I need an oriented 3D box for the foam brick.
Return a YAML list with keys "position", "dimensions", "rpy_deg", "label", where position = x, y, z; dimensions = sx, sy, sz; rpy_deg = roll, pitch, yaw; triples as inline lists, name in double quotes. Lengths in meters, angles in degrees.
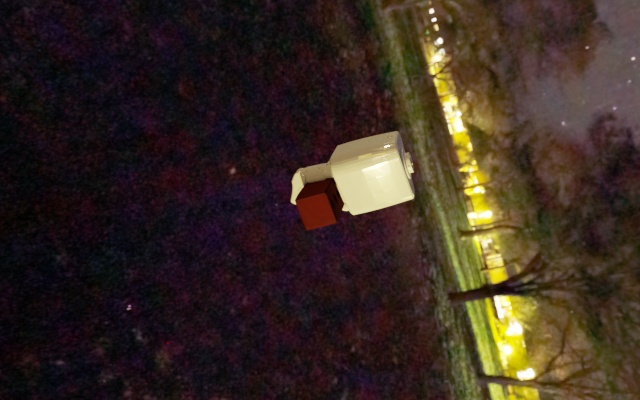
- position: [0.000, 0.003, 0.735]
  dimensions: [0.051, 0.053, 0.078]
  rpy_deg: [-13, 20, 17]
  label: "foam brick"
